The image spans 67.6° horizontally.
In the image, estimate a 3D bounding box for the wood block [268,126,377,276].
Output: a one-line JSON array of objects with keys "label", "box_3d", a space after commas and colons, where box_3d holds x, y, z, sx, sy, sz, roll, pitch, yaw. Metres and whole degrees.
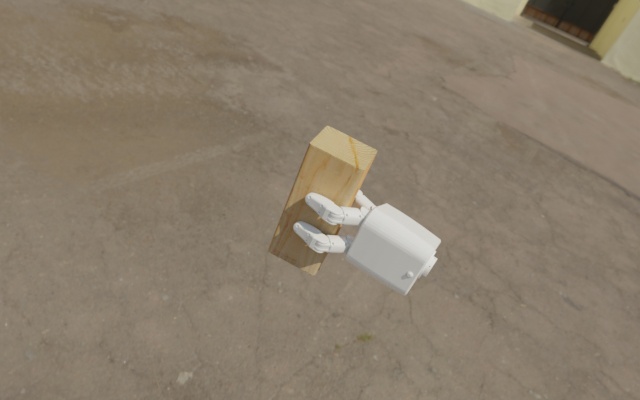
[{"label": "wood block", "box_3d": [0.001, 0.002, 0.751, 0.090, 0.206, 0.090, 27, 31, 6]}]
